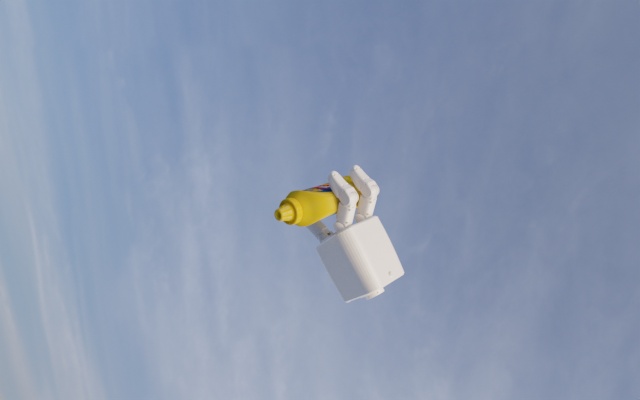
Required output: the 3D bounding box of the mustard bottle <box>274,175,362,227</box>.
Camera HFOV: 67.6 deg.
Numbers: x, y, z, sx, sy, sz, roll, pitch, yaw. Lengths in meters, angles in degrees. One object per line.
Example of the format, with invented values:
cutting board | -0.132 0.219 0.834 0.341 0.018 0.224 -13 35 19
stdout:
mustard bottle | 0.000 0.002 0.775 0.096 0.058 0.191 -2 11 43
